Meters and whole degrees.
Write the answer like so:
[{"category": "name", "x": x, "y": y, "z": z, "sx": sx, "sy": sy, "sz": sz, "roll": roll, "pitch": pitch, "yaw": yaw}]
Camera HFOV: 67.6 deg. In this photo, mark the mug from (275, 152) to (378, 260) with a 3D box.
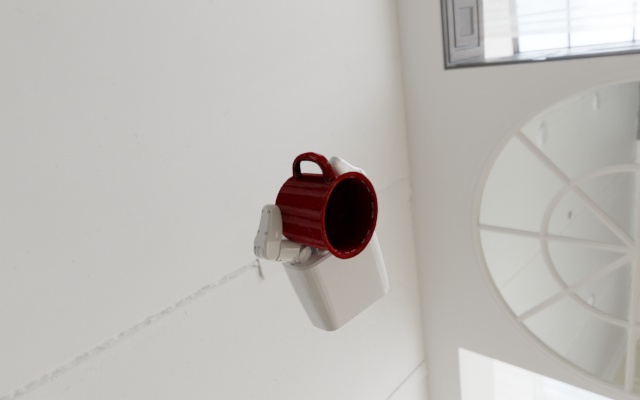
[{"category": "mug", "x": -0.001, "y": 0.001, "z": 0.521, "sx": 0.081, "sy": 0.117, "sz": 0.093, "roll": 8, "pitch": 37, "yaw": 43}]
